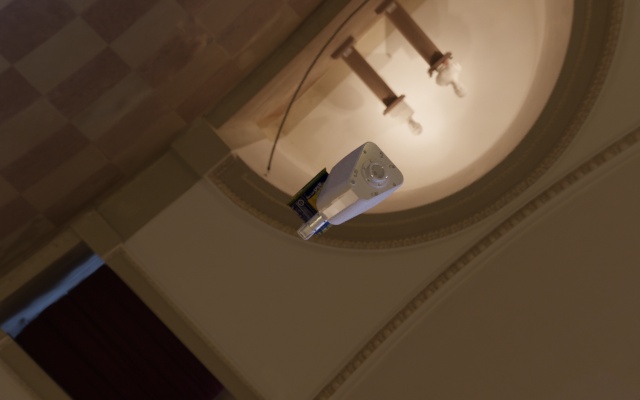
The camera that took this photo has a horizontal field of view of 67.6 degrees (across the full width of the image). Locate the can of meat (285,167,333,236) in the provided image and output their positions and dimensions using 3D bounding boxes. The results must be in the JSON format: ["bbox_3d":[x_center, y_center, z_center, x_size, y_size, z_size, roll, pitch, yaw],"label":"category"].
[{"bbox_3d":[0.000,0.003,0.872,0.102,0.084,0.057,-45,4,-38],"label":"can of meat"}]
